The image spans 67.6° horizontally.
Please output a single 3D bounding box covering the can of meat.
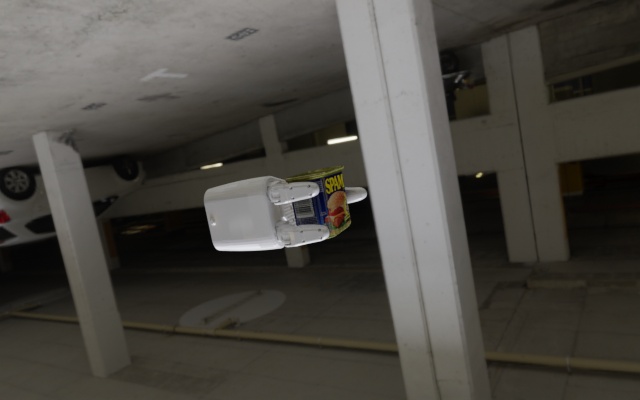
[{"bbox_3d":[0.000,0.002,0.639,0.057,0.084,0.102,-8,7,23],"label":"can of meat"}]
